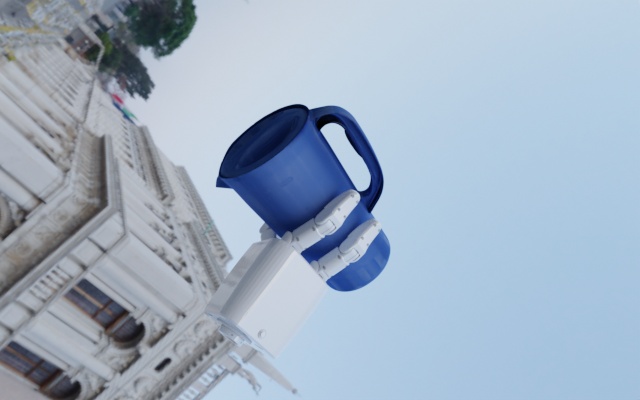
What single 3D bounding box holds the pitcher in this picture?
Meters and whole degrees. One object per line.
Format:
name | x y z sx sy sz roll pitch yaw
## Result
pitcher | 0.000 0.002 0.614 0.149 0.145 0.243 4 -40 50
